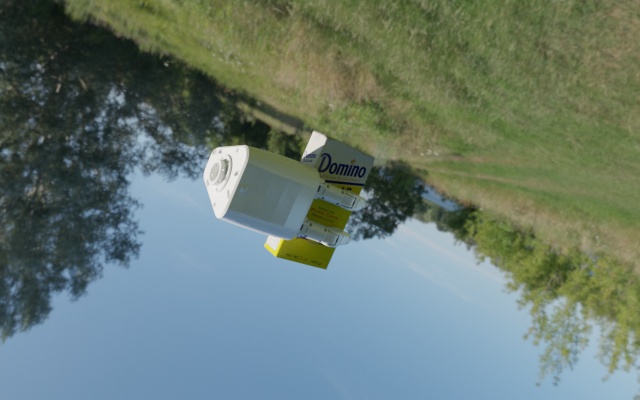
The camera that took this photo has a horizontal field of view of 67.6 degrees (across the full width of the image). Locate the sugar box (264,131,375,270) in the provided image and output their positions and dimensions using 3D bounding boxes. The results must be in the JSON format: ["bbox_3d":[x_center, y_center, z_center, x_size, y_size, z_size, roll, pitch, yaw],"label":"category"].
[{"bbox_3d":[0.000,0.002,0.666,0.093,0.176,0.048,19,9,-36],"label":"sugar box"}]
